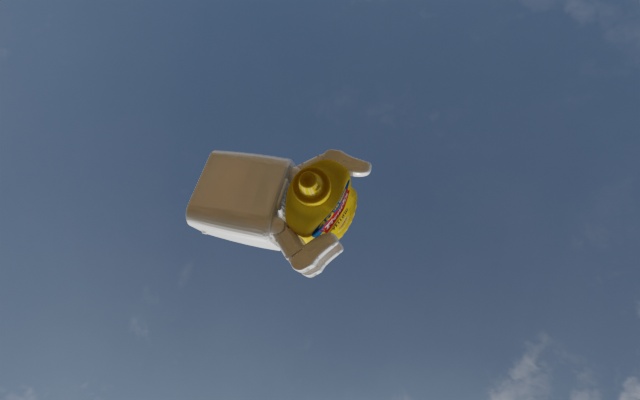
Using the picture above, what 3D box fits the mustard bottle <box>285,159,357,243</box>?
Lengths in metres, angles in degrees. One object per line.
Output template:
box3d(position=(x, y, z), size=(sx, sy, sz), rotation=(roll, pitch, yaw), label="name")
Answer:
box3d(position=(0.000, 0.002, 0.571), size=(0.058, 0.096, 0.192), rotation=(34, -7, 15), label="mustard bottle")
